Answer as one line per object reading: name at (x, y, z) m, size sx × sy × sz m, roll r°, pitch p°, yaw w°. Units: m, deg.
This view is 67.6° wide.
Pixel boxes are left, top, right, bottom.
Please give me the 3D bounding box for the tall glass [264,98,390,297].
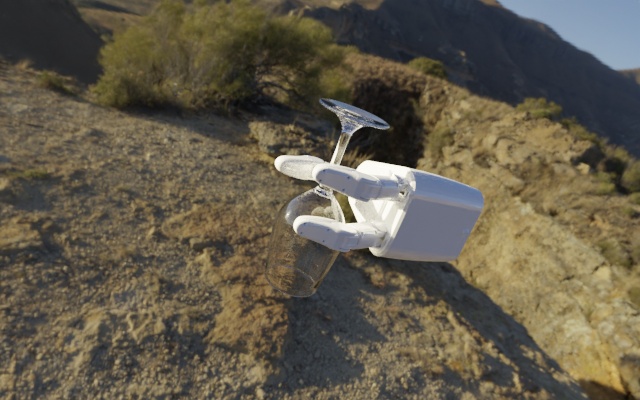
tall glass at (0.000, 0.001, 0.499) m, size 0.079 × 0.201 × 0.079 m, roll 19°, pitch 19°, yaw -7°
